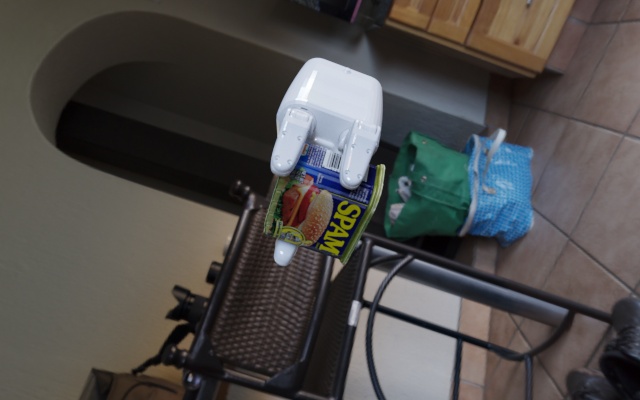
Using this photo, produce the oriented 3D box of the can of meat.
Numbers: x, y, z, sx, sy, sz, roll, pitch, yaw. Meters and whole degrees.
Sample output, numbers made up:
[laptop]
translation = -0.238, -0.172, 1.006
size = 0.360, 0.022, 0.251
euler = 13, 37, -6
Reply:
[can of meat]
translation = 0.000, 0.001, 0.430
size = 0.084, 0.057, 0.102
euler = 19, -46, -4
